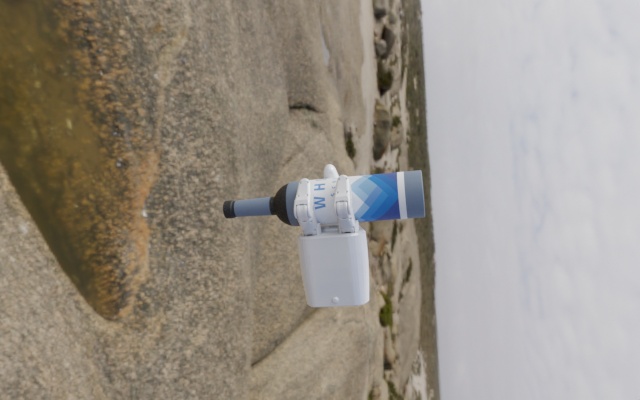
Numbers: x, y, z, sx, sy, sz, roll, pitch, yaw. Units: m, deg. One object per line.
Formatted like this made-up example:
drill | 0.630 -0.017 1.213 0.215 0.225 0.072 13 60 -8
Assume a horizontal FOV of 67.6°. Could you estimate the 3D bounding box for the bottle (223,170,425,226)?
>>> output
bottle | 0.000 0.002 0.698 0.296 0.069 0.069 -5 -1 11
